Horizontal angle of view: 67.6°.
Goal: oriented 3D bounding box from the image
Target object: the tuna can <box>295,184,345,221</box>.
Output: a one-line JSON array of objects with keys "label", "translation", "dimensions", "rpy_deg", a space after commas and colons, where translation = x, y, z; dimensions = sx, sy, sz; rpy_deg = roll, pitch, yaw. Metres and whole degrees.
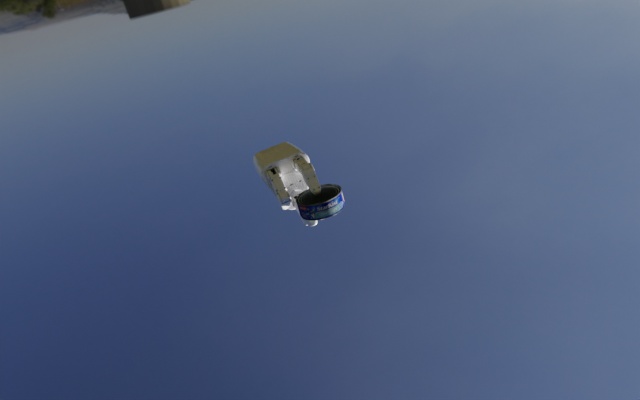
[{"label": "tuna can", "translation": [0.000, 0.003, 0.864], "dimensions": [0.086, 0.034, 0.086], "rpy_deg": [-13, 22, 6]}]
